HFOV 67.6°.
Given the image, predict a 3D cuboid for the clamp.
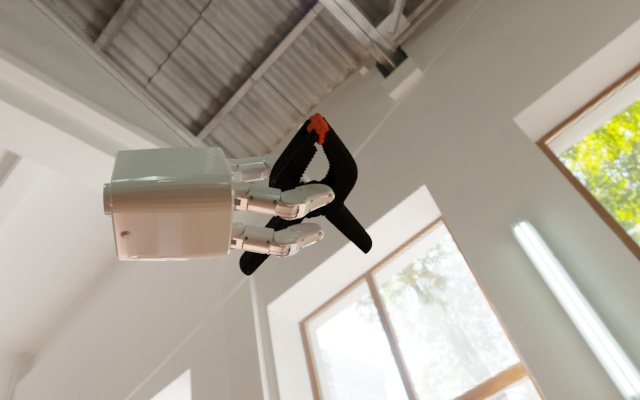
[{"bbox_3d":[0.000,0.001,0.522,0.164,0.210,0.036,-4,43,-20],"label":"clamp"}]
